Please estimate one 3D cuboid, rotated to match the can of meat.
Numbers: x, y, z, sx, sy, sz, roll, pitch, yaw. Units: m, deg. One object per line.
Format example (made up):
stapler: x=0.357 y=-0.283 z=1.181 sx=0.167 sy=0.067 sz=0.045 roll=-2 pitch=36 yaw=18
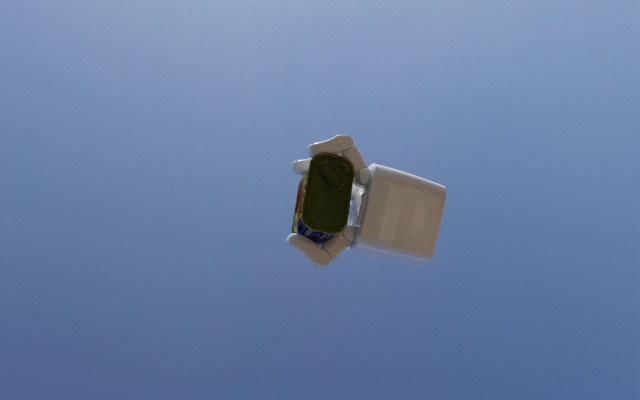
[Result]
can of meat: x=0.000 y=0.002 z=0.610 sx=0.057 sy=0.102 sz=0.084 roll=12 pitch=-20 yaw=-10
